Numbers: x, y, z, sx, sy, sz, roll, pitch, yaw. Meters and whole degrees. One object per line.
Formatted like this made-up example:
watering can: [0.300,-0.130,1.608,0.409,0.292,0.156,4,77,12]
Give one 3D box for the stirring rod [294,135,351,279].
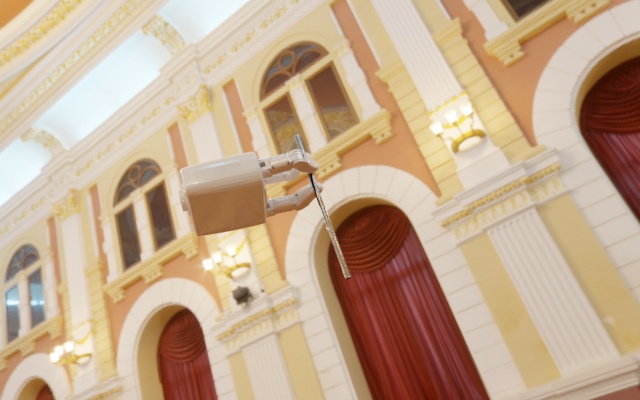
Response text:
stirring rod: [0.000,0.002,0.695,0.011,0.239,0.011,-16,-25,-8]
